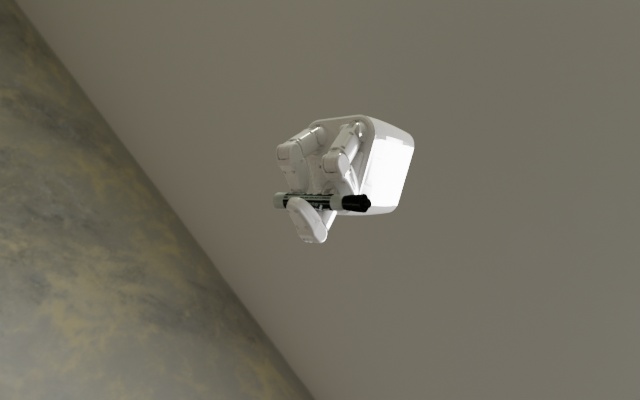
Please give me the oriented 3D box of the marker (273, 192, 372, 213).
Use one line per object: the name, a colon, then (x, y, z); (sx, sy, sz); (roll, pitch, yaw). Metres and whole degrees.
marker: (0.000, 0.002, 0.503); (0.121, 0.020, 0.020); (1, 1, 37)
